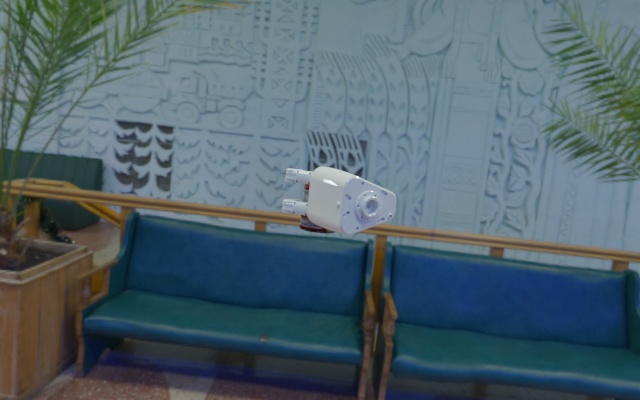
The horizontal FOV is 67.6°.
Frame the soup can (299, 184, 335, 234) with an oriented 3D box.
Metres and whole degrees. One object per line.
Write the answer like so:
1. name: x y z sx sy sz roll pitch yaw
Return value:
1. soup can: 0.000 0.002 0.863 0.068 0.102 0.068 6 7 -1
